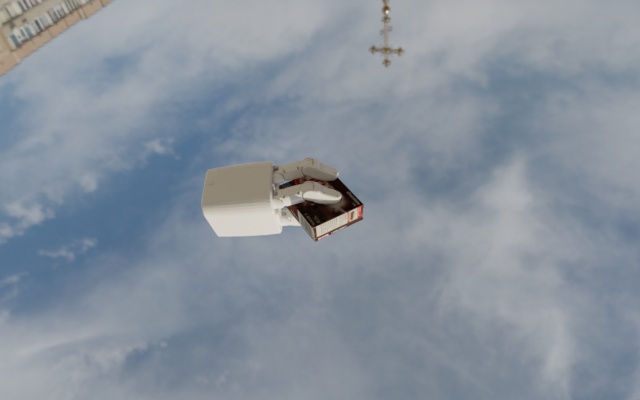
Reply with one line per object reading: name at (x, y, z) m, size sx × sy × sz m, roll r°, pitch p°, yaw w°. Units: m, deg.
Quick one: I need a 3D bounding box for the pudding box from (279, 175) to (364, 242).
pudding box at (0.000, 0.003, 0.743) m, size 0.090 × 0.039 × 0.113 m, roll -25°, pitch 49°, yaw -19°
